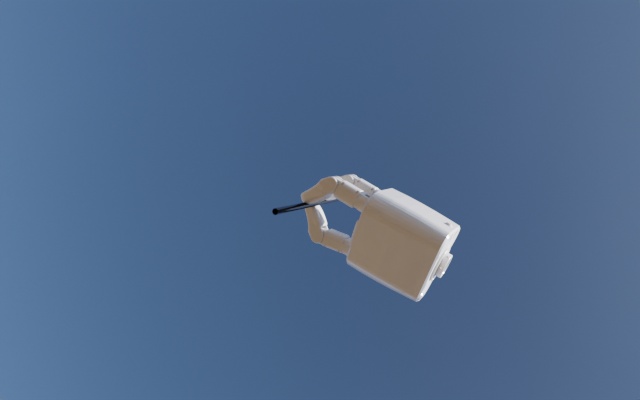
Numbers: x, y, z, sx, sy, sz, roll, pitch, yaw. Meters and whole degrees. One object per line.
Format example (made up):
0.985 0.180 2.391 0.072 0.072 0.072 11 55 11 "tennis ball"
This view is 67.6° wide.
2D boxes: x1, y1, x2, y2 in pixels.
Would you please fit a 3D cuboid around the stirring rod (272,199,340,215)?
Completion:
0.000 0.002 0.668 0.011 0.011 0.239 0 5 27 "stirring rod"
